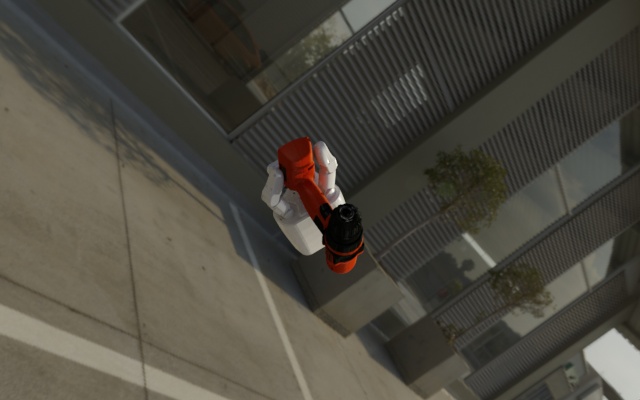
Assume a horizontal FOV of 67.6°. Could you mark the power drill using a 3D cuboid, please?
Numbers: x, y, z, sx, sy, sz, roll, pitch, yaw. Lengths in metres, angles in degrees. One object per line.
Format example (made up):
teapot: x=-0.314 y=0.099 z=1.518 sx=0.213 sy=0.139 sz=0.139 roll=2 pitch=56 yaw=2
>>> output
power drill: x=0.000 y=0.002 z=0.690 sx=0.057 sy=0.187 sz=0.184 roll=-23 pitch=-25 yaw=-13
